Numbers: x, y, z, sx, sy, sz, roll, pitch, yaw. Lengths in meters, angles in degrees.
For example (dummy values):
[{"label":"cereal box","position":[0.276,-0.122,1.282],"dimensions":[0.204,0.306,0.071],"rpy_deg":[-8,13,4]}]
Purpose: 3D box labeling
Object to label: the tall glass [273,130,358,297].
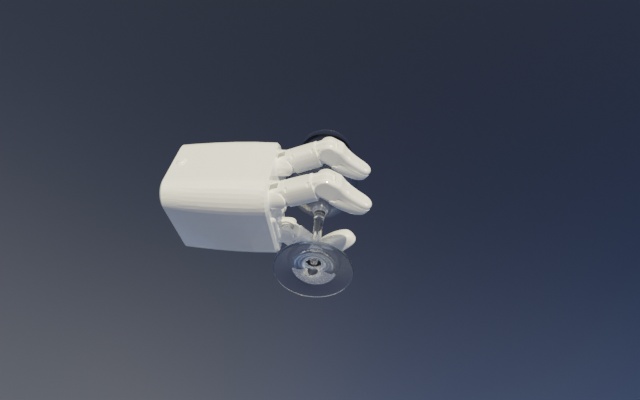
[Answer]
[{"label":"tall glass","position":[0.000,0.002,0.512],"dimensions":[0.079,0.079,0.200],"rpy_deg":[0,39,6]}]
